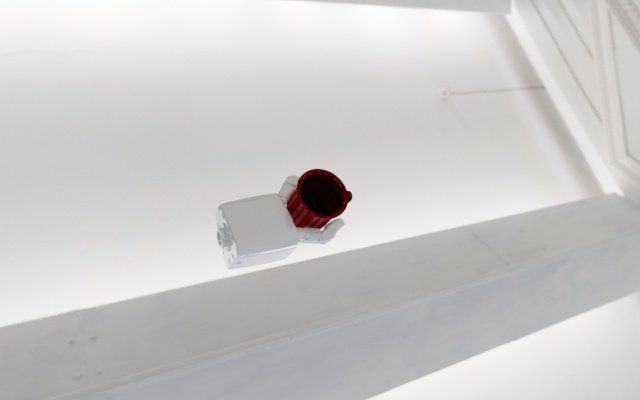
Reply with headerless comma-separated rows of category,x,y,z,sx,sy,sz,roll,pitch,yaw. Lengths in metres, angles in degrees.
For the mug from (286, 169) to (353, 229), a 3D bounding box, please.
mug,0.001,0.003,0.831,0.117,0.093,0.081,-10,-20,-28
